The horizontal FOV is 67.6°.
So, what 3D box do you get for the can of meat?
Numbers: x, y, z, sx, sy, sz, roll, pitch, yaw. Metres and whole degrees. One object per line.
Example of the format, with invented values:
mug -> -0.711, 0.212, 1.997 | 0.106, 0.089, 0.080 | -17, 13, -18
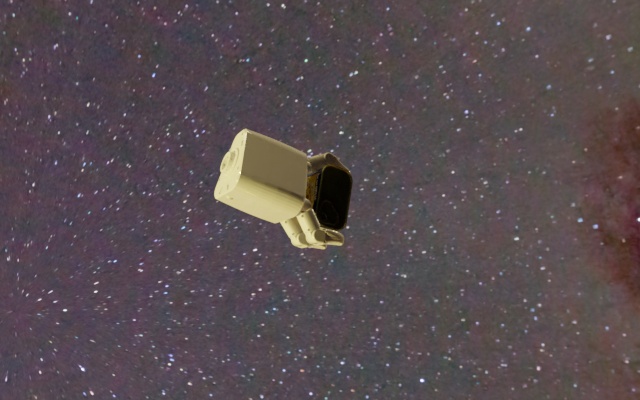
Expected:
can of meat -> 0.000, 0.002, 0.766 | 0.057, 0.102, 0.084 | 19, -21, -28
